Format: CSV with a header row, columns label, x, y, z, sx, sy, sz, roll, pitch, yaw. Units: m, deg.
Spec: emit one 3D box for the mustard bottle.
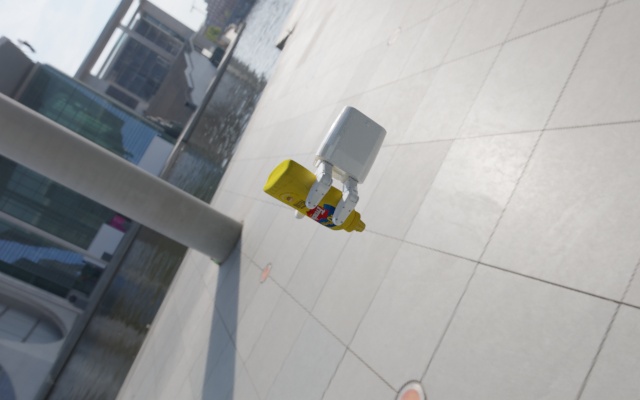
label,x,y,z,sx,sy,sz,roll,pitch,yaw
mustard bottle,0.000,0.003,0.837,0.192,0.058,0.096,31,-32,-19
